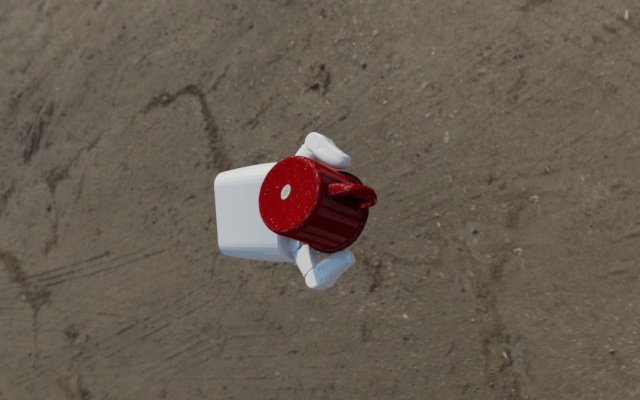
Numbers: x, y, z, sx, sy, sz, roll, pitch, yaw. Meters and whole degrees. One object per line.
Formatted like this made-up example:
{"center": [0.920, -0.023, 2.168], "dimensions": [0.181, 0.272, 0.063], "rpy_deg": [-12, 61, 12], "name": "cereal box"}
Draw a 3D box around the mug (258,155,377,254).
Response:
{"center": [0.001, 0.001, 0.486], "dimensions": [0.117, 0.093, 0.081], "rpy_deg": [-7, -18, 35], "name": "mug"}
